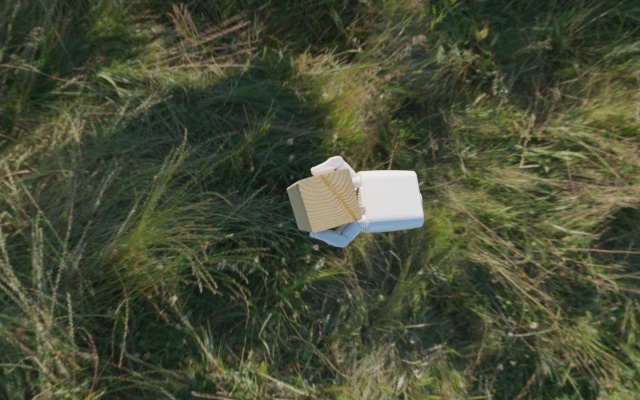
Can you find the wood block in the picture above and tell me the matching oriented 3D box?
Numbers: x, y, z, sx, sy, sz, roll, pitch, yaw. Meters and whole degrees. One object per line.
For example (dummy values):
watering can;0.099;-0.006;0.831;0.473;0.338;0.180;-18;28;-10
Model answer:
wood block;0.000;0.002;0.878;0.090;0.091;0.206;-16;0;-9
